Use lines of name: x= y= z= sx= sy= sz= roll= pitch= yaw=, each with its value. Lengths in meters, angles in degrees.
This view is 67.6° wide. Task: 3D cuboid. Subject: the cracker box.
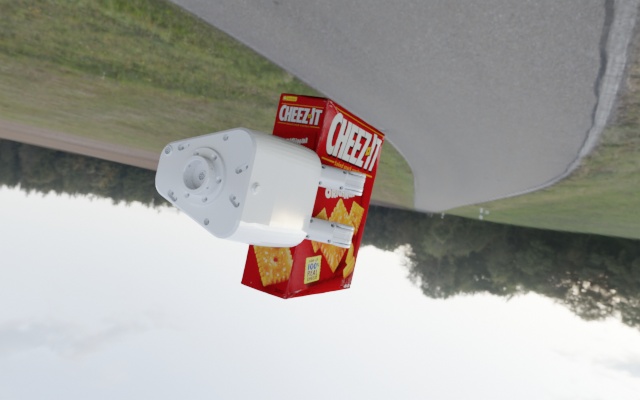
cracker box: x=0.000 y=0.002 z=0.569 sx=0.072 sy=0.213 sz=0.164 roll=13 pitch=0 yaw=29
